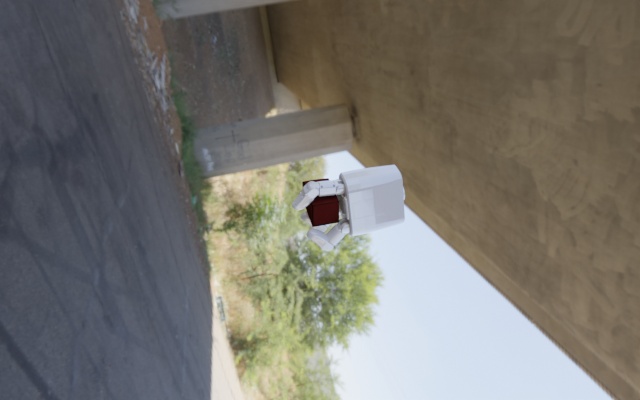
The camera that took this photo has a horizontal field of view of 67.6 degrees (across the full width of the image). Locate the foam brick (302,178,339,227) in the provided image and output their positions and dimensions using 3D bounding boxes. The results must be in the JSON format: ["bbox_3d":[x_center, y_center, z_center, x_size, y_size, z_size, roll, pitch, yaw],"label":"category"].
[{"bbox_3d":[0.000,0.003,0.886,0.051,0.053,0.078,-10,40,-10],"label":"foam brick"}]
